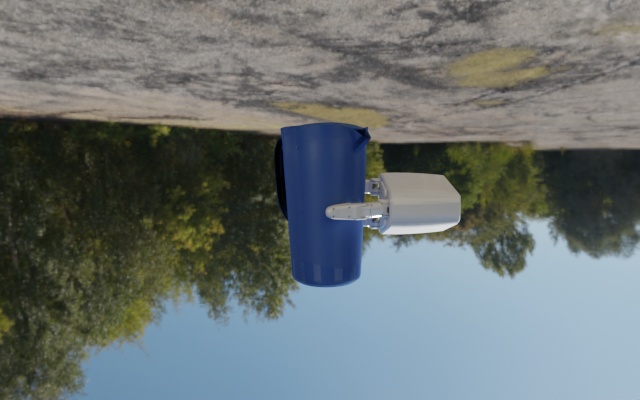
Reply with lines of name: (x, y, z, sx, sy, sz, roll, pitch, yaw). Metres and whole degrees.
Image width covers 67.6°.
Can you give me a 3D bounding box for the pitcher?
pitcher: (0.000, 0.002, 0.741, 0.145, 0.243, 0.149, -1, 5, -3)
